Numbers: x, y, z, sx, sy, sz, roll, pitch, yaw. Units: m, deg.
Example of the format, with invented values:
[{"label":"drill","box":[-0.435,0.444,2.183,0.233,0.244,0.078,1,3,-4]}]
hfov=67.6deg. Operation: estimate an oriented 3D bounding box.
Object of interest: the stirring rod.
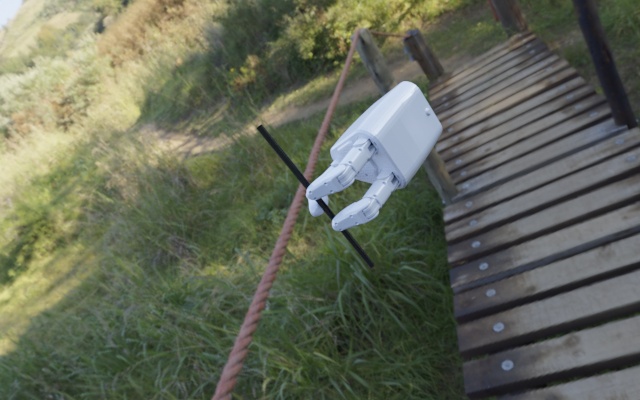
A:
[{"label":"stirring rod","box":[0.000,0.002,0.587,0.011,0.240,0.011,-31,26,17]}]
